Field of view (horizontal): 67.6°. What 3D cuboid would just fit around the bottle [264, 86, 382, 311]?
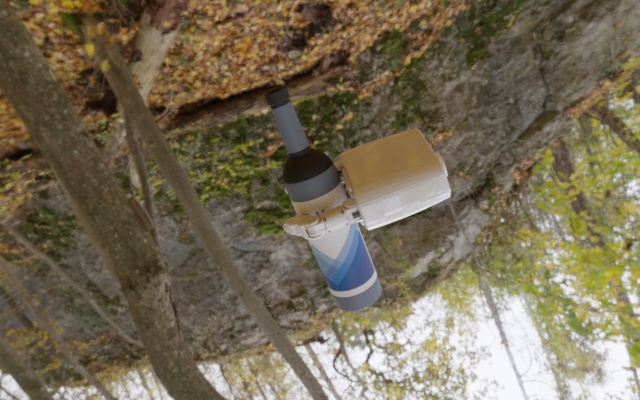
[{"bbox_3d":[0.000,0.002,0.597,0.069,0.296,0.069,-19,21,8],"label":"bottle"}]
